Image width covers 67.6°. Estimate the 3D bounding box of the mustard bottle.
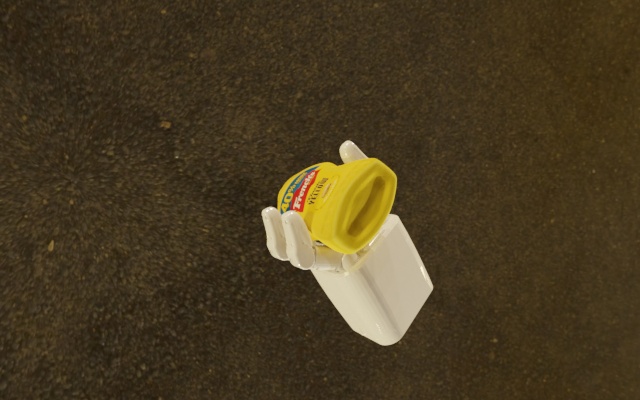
[{"bbox_3d":[0.000,0.002,0.537,0.058,0.096,0.191,35,-13,-24],"label":"mustard bottle"}]
